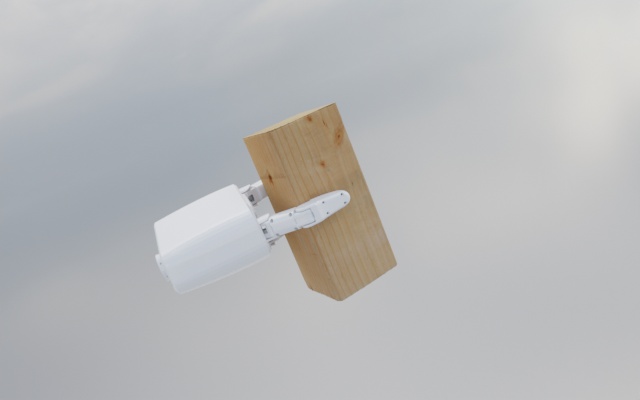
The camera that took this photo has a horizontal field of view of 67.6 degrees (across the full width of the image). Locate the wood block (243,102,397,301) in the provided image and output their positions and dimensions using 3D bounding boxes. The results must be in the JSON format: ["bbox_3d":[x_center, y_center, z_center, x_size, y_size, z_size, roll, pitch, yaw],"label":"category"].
[{"bbox_3d":[0.000,0.002,0.568,0.090,0.206,0.091,-28,14,-24],"label":"wood block"}]
